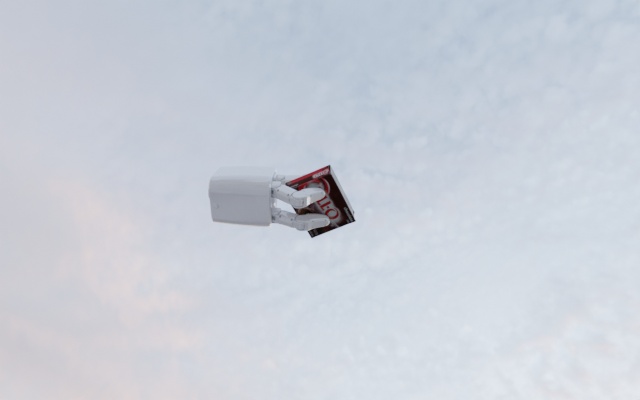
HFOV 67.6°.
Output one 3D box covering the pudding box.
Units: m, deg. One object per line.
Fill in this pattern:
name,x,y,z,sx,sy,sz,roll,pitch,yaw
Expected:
pudding box,0.000,0.003,0.849,0.090,0.113,0.039,-22,32,14
